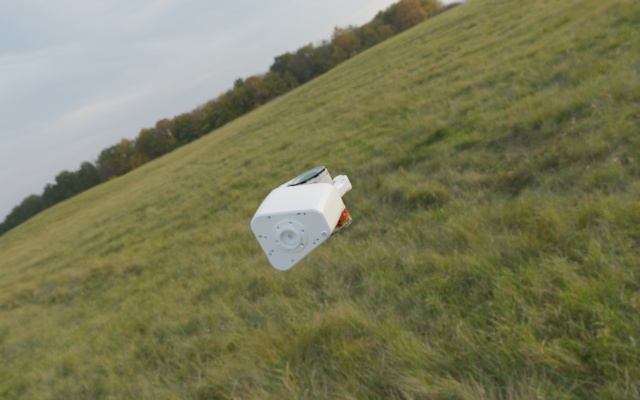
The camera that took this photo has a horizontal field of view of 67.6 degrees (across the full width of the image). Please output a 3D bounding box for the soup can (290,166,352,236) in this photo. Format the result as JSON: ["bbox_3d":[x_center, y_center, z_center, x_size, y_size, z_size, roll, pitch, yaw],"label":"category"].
[{"bbox_3d":[0.000,0.002,0.794,0.068,0.102,0.068,-26,14,7],"label":"soup can"}]
